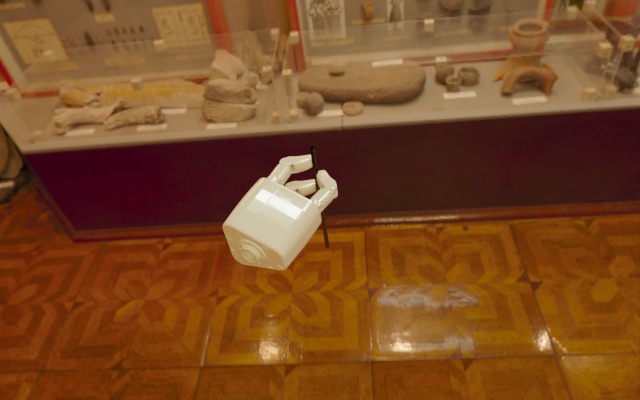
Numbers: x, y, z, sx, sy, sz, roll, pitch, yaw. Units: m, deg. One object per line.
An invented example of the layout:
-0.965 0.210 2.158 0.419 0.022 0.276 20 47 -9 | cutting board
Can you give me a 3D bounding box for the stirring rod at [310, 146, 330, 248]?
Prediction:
0.000 0.003 0.842 0.011 0.240 0.011 -5 43 4 | stirring rod
